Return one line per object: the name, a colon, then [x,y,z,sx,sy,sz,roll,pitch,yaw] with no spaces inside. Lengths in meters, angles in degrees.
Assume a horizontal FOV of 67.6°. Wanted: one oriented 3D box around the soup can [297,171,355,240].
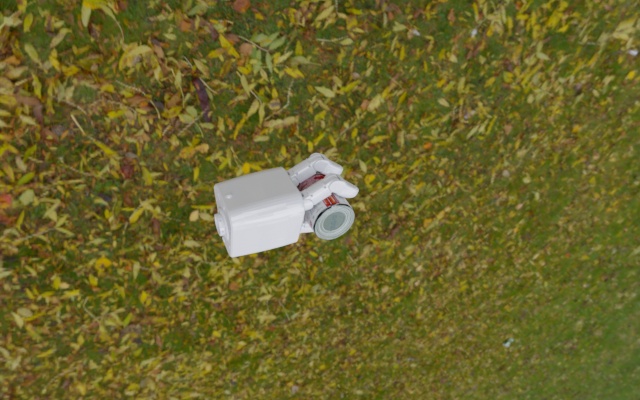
soup can: [0.001,0.003,0.728,0.068,0.068,0.102,0,37,-31]
